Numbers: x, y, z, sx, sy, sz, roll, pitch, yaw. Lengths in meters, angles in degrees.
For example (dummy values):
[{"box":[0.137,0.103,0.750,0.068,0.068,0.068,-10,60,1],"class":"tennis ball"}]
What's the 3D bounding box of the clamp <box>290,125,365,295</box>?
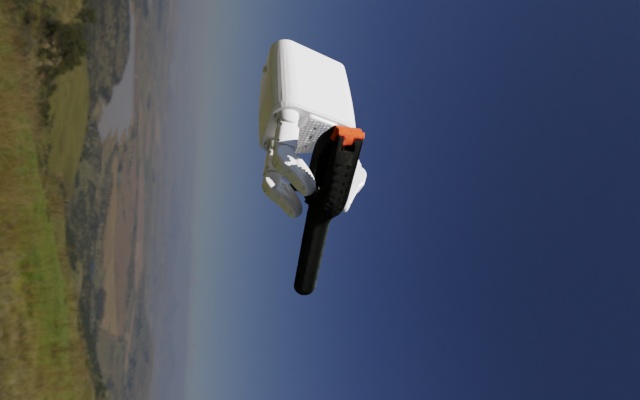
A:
[{"box":[0.001,0.001,0.531,0.036,0.164,0.210,5,-30,-16],"class":"clamp"}]
